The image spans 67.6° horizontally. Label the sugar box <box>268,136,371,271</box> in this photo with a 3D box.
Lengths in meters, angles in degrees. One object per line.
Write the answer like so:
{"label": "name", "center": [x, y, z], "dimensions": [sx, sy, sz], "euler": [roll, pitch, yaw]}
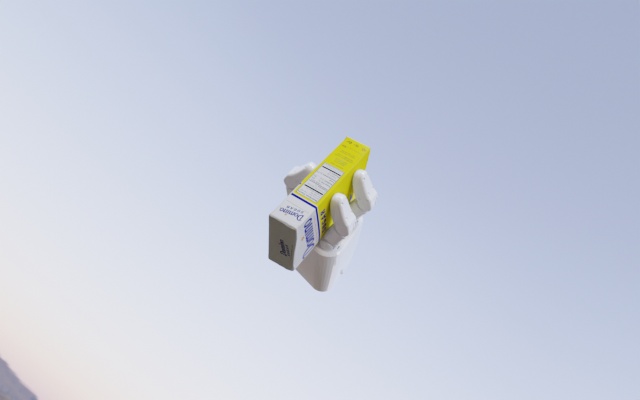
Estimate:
{"label": "sugar box", "center": [0.001, 0.002, 0.622], "dimensions": [0.048, 0.093, 0.176], "euler": [27, 52, 16]}
